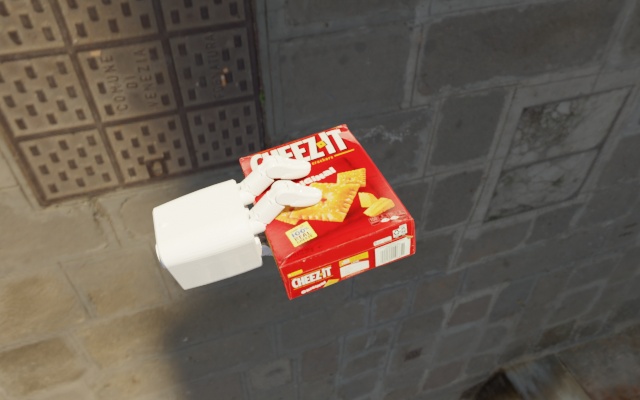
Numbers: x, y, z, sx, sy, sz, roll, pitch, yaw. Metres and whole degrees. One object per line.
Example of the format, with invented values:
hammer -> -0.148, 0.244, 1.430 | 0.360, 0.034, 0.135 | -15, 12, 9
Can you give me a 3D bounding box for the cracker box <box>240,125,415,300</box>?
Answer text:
cracker box -> 0.000, 0.002, 0.615 | 0.164, 0.072, 0.213 | -19, 45, -9
